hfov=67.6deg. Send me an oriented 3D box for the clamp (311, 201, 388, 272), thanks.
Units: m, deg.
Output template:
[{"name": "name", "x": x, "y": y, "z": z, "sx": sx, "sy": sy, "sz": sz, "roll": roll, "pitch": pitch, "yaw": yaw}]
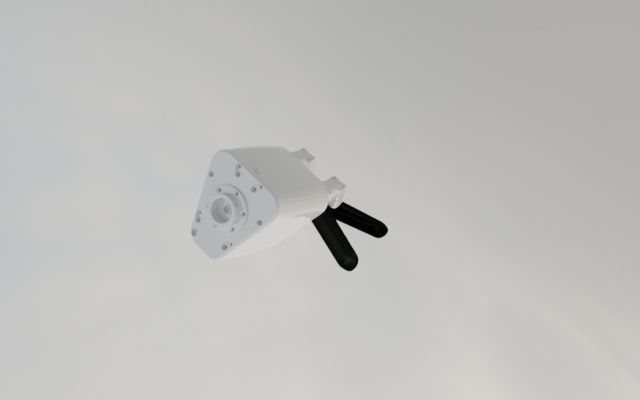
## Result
[{"name": "clamp", "x": -0.001, "y": 0.002, "z": 0.654, "sx": 0.210, "sy": 0.036, "sz": 0.164, "roll": 43, "pitch": 22, "yaw": 16}]
